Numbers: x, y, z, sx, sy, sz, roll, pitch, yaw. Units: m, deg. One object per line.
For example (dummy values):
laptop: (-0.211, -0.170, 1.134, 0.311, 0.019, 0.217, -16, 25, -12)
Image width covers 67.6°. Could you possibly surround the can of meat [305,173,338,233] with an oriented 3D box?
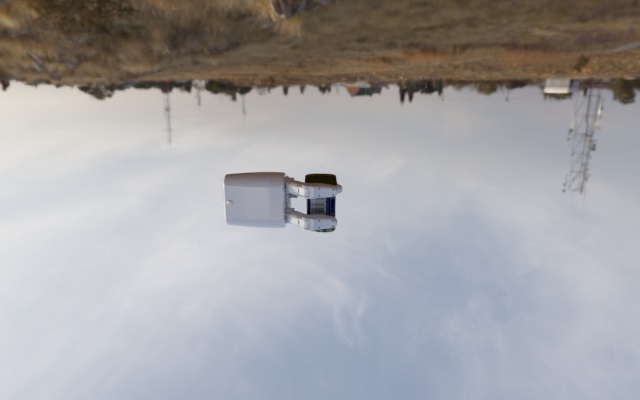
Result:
can of meat: (0.000, 0.003, 0.855, 0.057, 0.084, 0.102, 0, 16, -1)
